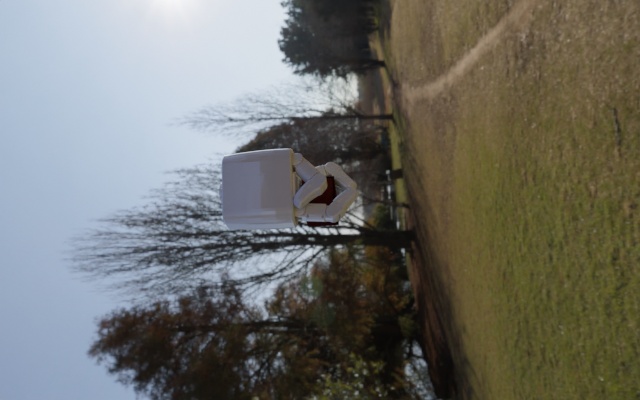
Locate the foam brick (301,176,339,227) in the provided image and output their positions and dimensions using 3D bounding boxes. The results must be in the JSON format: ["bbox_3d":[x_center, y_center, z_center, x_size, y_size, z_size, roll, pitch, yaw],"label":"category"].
[{"bbox_3d":[0.000,0.003,0.756,0.051,0.053,0.078,-5,-27,4],"label":"foam brick"}]
